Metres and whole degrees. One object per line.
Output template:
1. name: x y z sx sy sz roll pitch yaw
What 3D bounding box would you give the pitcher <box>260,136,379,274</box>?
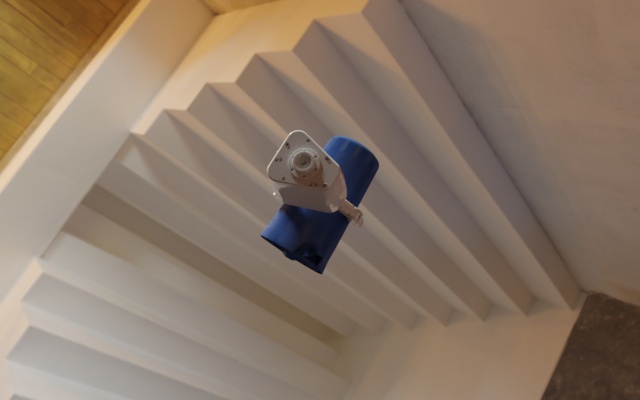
1. pitcher: 0.000 0.003 0.897 0.149 0.243 0.145 29 -12 16
